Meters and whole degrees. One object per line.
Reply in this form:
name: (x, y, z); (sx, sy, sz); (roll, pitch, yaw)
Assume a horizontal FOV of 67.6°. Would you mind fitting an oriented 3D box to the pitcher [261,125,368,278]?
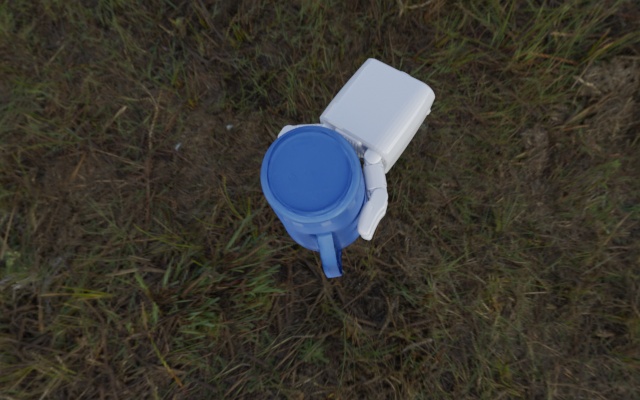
pitcher: (0.000, 0.002, 0.612); (0.149, 0.145, 0.243); (36, -5, 10)
